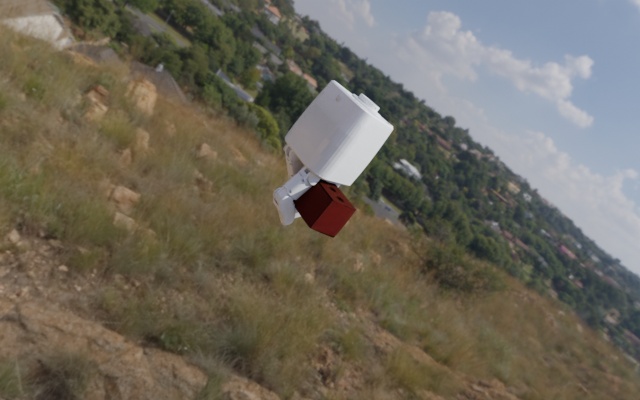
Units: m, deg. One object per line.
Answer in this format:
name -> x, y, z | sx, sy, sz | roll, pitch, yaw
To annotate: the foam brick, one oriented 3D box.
foam brick -> 0.000, 0.002, 0.654 | 0.053, 0.051, 0.078 | 24, 22, -47
